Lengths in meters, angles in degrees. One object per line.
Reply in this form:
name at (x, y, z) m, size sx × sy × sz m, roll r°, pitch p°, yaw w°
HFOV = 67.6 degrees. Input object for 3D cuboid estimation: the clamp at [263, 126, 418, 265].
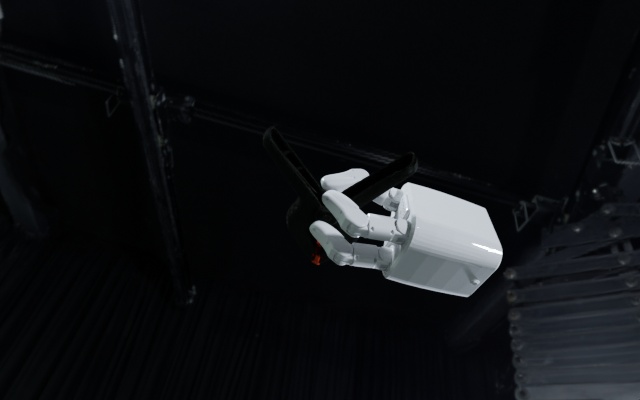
clamp at (0.000, 0.002, 0.564) m, size 0.164 × 0.036 × 0.210 m, roll 16°, pitch -43°, yaw -5°
